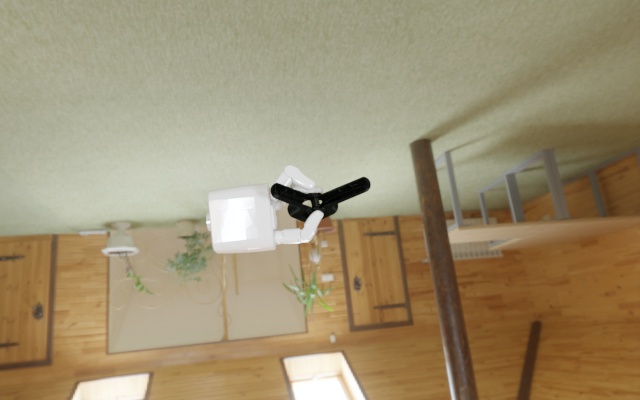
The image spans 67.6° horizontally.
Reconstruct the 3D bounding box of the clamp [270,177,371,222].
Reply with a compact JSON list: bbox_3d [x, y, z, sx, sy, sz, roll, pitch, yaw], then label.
[{"bbox_3d":[0.000,0.004,0.858,0.164,0.036,0.210,-5,-16,-2],"label":"clamp"}]
